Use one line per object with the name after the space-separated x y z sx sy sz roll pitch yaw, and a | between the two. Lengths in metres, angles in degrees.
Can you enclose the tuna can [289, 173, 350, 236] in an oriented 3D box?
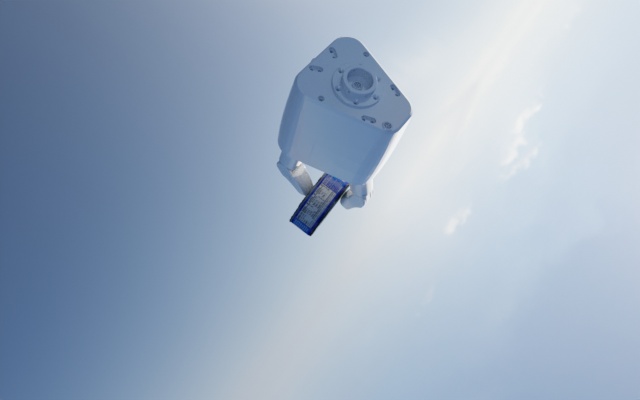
0.001 0.002 0.590 0.034 0.086 0.086 37 2 2 | tuna can
